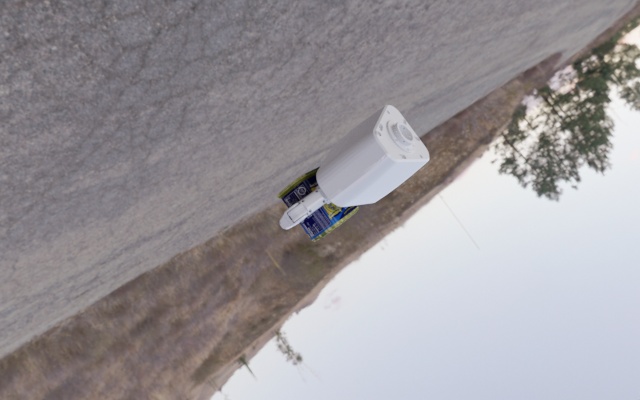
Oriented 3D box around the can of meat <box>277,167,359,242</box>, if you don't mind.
[{"bbox_3d":[0.000,0.003,0.680,0.057,0.084,0.102,-38,-3,33],"label":"can of meat"}]
